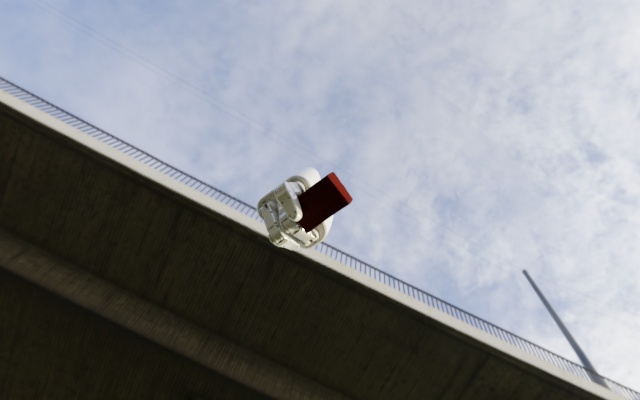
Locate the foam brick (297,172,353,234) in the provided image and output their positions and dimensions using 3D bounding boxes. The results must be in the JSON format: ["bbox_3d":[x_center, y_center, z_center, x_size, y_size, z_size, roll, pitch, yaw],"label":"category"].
[{"bbox_3d":[0.000,0.002,0.694,0.078,0.053,0.051,-35,0,16],"label":"foam brick"}]
